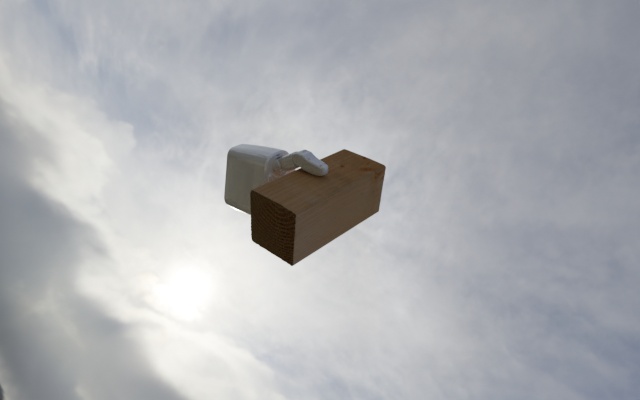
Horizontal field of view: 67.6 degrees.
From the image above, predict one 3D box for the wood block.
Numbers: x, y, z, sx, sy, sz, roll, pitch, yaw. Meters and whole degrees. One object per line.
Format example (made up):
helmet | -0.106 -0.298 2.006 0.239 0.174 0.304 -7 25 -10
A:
wood block | 0.000 0.002 0.729 0.090 0.091 0.206 27 38 33
